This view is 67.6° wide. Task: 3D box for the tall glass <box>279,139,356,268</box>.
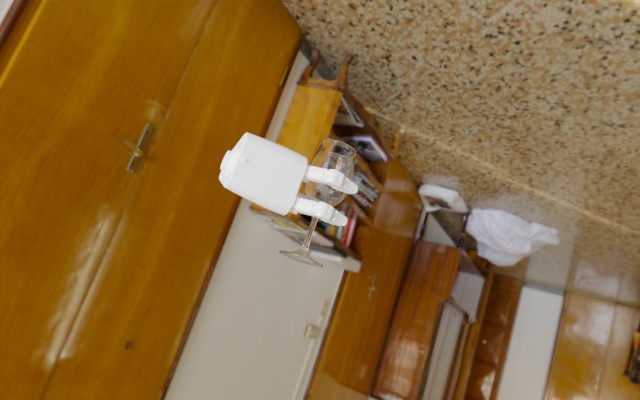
[{"bbox_3d":[0.000,0.003,0.784,0.079,0.201,0.079,18,-13,4],"label":"tall glass"}]
